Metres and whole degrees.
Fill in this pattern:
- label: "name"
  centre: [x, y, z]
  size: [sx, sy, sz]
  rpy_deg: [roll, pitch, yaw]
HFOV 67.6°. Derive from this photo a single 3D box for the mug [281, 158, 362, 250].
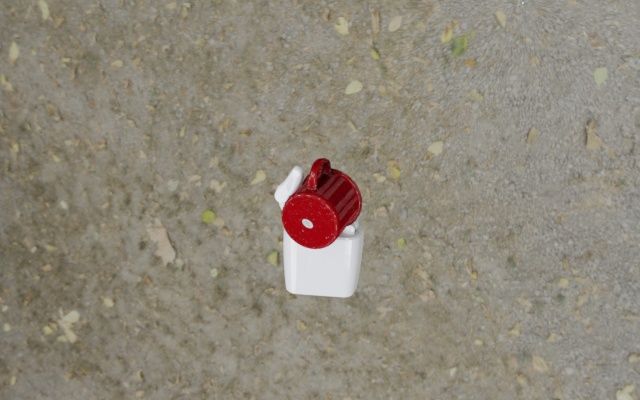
- label: "mug"
  centre: [0.000, 0.001, 0.632]
  size: [0.093, 0.117, 0.081]
  rpy_deg: [11, 27, 19]
